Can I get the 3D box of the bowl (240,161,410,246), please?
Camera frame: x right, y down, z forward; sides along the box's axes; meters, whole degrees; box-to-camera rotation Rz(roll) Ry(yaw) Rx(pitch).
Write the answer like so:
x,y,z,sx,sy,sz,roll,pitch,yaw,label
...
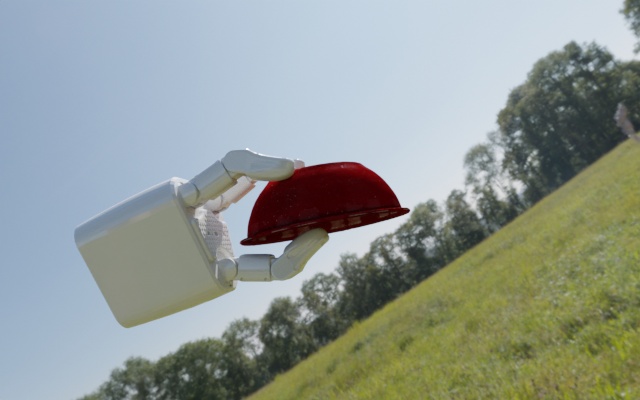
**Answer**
x,y,z,sx,sy,sz,roll,pitch,yaw,label
0.001,0.001,0.452,0.162,0.055,0.162,-10,-7,-1,bowl
